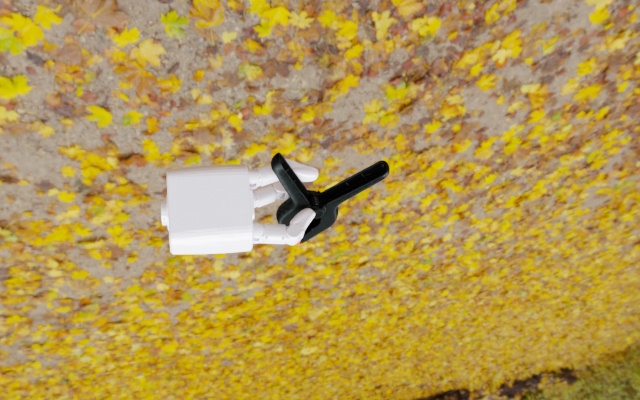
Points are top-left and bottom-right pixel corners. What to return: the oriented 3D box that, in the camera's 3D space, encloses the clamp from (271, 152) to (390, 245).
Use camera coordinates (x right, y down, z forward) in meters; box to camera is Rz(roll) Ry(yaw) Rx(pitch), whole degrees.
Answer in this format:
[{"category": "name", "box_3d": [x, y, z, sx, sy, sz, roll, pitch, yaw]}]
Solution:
[{"category": "clamp", "box_3d": [0.000, 0.003, 0.697, 0.164, 0.036, 0.210, -1, -34, -14]}]
